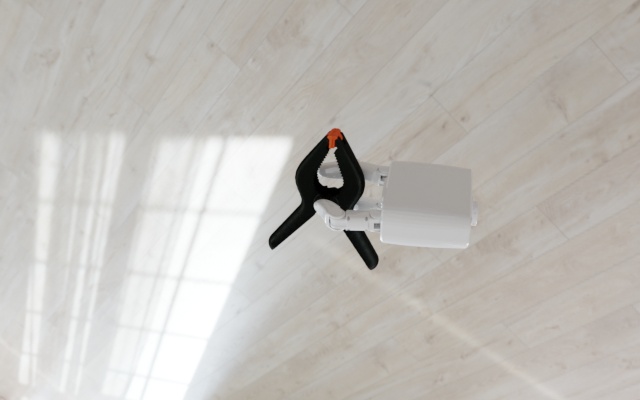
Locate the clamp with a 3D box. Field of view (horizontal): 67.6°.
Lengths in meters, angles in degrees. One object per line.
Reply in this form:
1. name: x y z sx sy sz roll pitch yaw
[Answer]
1. clamp: 0.000 0.002 0.658 0.164 0.210 0.036 4 31 11
